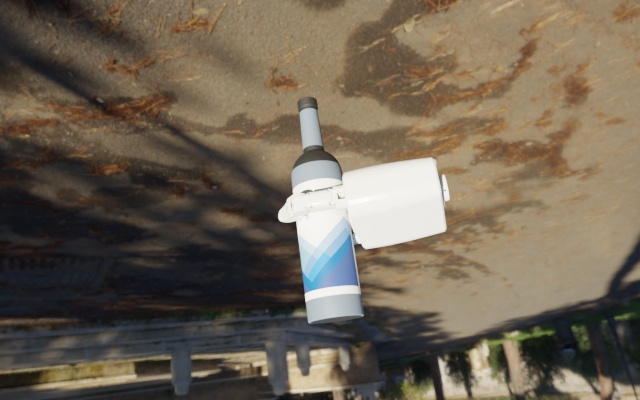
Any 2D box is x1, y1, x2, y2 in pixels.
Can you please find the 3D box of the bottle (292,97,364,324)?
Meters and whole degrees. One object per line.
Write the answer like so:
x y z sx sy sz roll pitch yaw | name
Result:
0.000 0.002 0.609 0.069 0.295 0.069 -7 -19 -2 | bottle
